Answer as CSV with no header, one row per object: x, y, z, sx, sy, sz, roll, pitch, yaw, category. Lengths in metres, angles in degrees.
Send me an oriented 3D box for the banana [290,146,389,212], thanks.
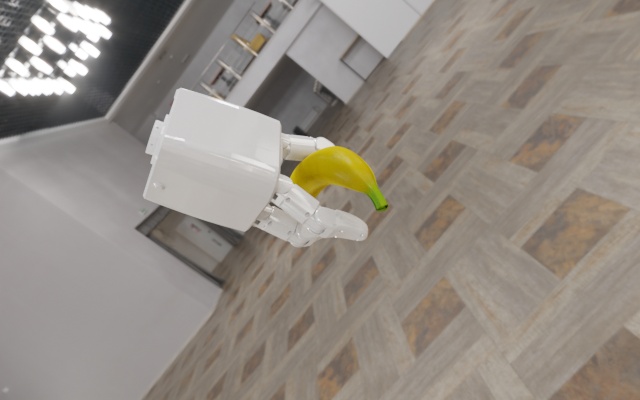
0.000,-0.017,0.496,0.037,0.069,0.198,-3,-3,-26,banana
